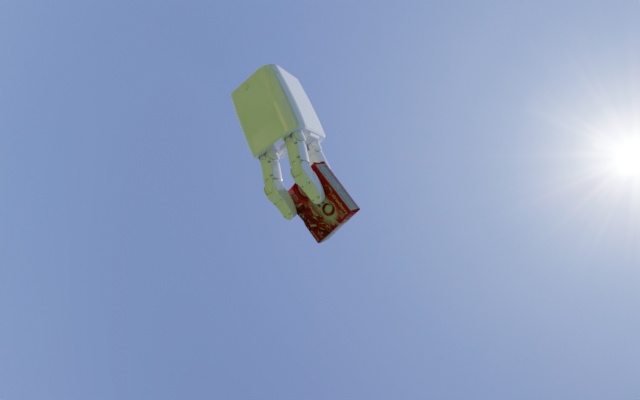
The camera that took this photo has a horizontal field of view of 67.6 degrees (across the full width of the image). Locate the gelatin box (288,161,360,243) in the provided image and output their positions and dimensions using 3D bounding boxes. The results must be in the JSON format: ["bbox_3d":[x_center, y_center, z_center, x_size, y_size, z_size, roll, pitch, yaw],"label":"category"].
[{"bbox_3d":[0.001,0.002,0.661,0.073,0.089,0.030,-45,-16,31],"label":"gelatin box"}]
